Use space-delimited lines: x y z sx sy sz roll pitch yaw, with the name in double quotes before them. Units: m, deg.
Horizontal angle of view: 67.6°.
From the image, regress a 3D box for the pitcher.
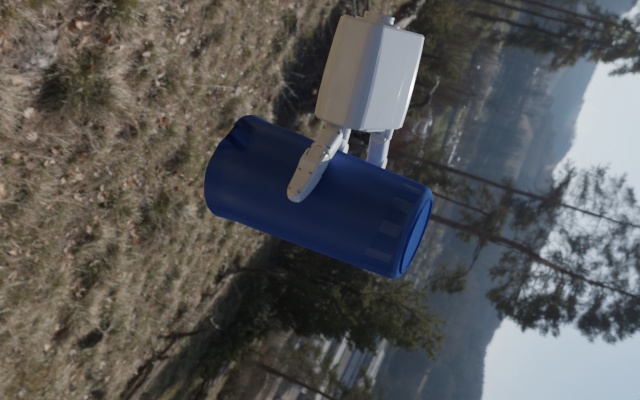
"pitcher" 0.000 0.002 0.563 0.243 0.145 0.149 22 19 20
